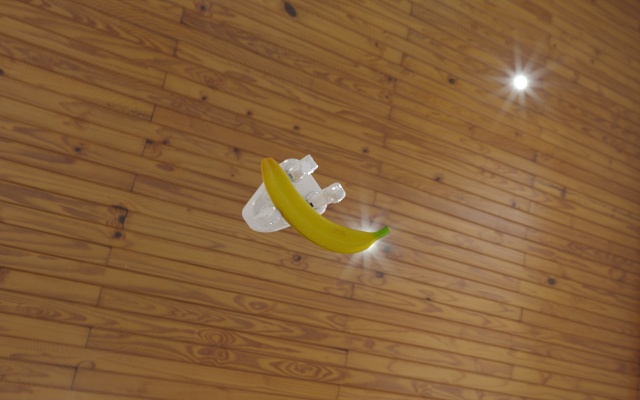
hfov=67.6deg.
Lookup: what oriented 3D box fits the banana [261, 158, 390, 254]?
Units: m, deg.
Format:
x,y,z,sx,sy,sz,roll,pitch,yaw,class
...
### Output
x,y,z,sx,sy,sz,roll,pitch,yaw,class
-0.006,0.020,0.637,0.198,0.069,0.037,31,-11,-13,banana
